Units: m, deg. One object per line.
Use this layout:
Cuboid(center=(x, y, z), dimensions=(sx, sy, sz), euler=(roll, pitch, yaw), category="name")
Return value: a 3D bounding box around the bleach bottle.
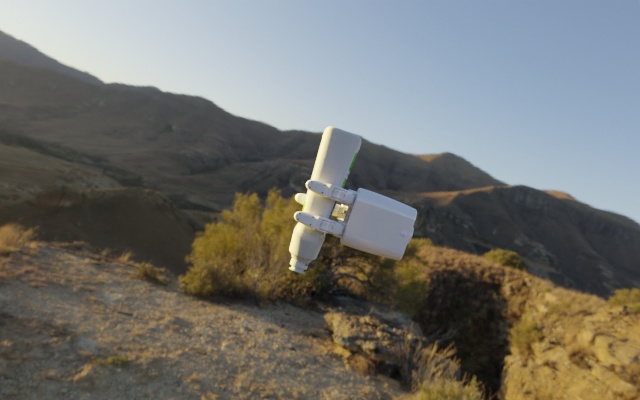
Cuboid(center=(0.000, 0.003, 0.830), dimensions=(0.068, 0.251, 0.102), euler=(19, 1, 1), category="bleach bottle")
